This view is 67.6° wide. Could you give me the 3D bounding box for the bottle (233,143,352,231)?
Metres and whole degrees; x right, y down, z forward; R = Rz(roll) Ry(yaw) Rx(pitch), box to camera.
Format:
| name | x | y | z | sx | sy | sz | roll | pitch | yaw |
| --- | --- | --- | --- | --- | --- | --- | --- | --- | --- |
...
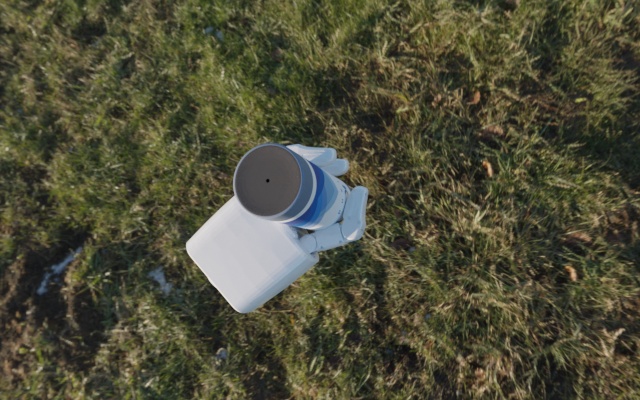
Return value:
| name | x | y | z | sx | sy | sz | roll | pitch | yaw |
| --- | --- | --- | --- | --- | --- | --- | --- | --- | --- |
| bottle | 0.000 | 0.002 | 0.547 | 0.069 | 0.069 | 0.296 | 0 | -7 | 18 |
